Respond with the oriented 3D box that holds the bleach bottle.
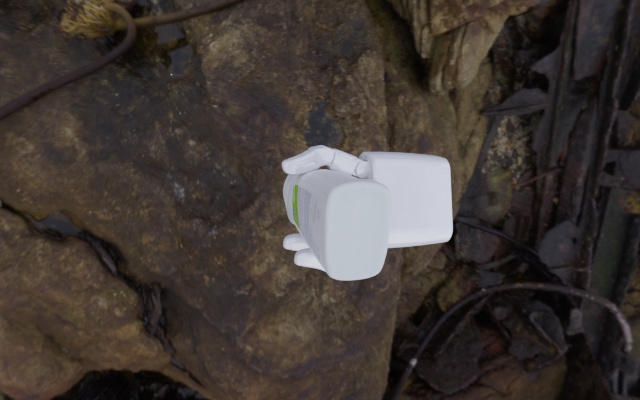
[{"bbox_3d":[0.000,0.002,0.561,0.068,0.102,0.250,-2,15,-17],"label":"bleach bottle"}]
